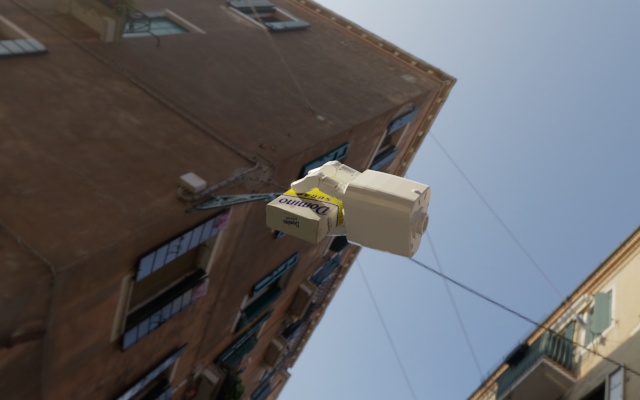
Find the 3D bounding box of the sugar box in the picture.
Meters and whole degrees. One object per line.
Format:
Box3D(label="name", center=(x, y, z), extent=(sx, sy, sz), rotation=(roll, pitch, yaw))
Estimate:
Box3D(label="sugar box", center=(0.000, 0.002, 0.773), extent=(0.093, 0.048, 0.176), rotation=(18, 28, 24))
